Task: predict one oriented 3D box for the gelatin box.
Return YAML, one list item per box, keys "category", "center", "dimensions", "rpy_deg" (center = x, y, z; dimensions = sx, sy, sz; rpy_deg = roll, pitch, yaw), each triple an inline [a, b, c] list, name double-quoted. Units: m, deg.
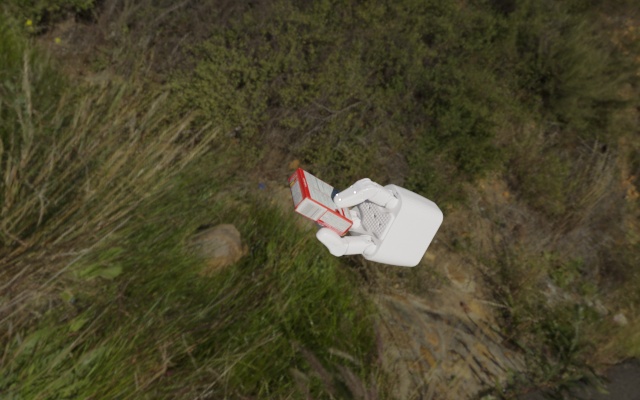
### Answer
- category: "gelatin box"
  center: [0.000, 0.002, 0.672]
  dimensions: [0.089, 0.030, 0.073]
  rpy_deg: [29, 26, -30]
